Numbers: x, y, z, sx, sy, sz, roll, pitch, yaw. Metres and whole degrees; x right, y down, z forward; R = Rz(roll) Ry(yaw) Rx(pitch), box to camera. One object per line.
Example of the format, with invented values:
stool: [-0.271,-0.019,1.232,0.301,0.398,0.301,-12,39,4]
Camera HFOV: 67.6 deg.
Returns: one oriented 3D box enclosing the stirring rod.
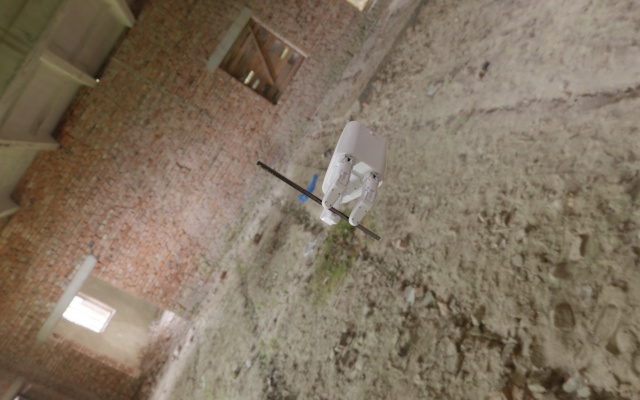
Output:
stirring rod: [0.000,0.003,0.778,0.239,0.011,0.011,32,-9,-14]
